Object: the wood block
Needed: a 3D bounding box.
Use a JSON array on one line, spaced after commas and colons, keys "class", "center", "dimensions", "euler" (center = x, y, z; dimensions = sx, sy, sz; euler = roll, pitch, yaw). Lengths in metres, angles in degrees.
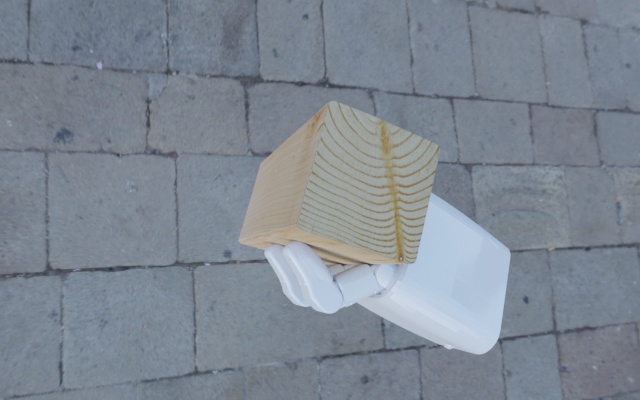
[{"class": "wood block", "center": [0.001, 0.001, 0.411], "dimensions": [0.090, 0.090, 0.206], "euler": [19, -14, -17]}]
